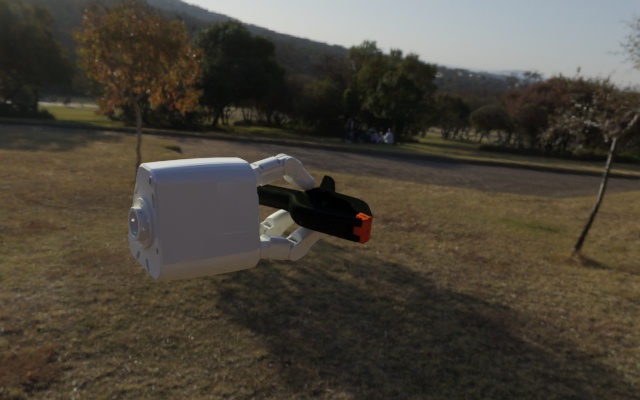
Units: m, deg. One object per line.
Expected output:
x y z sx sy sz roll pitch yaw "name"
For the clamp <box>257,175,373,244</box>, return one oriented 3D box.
0.000 0.001 0.582 0.164 0.036 0.210 -7 20 -39 "clamp"
